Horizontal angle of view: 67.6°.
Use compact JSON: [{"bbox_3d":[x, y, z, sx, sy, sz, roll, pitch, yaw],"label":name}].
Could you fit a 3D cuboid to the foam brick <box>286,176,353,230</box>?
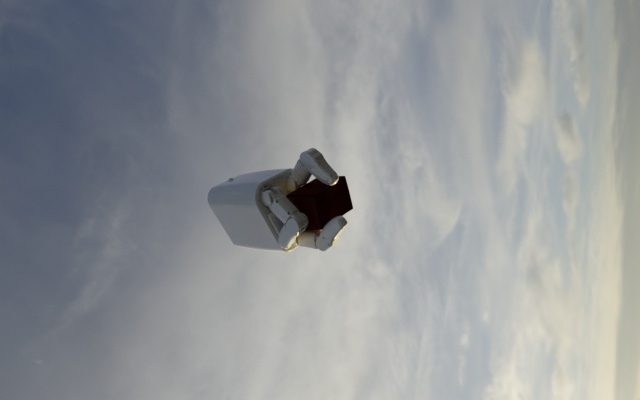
[{"bbox_3d":[0.000,0.002,0.664,0.051,0.053,0.078,-1,20,38],"label":"foam brick"}]
